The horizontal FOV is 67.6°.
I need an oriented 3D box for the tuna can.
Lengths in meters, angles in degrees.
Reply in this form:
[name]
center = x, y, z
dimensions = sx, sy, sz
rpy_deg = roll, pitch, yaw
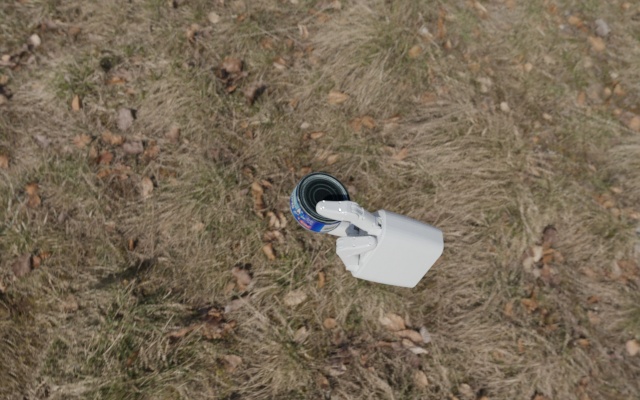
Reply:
[tuna can]
center = 0.000, 0.002, 0.696
dimensions = 0.086, 0.086, 0.034
rpy_deg = 0, -28, -23
